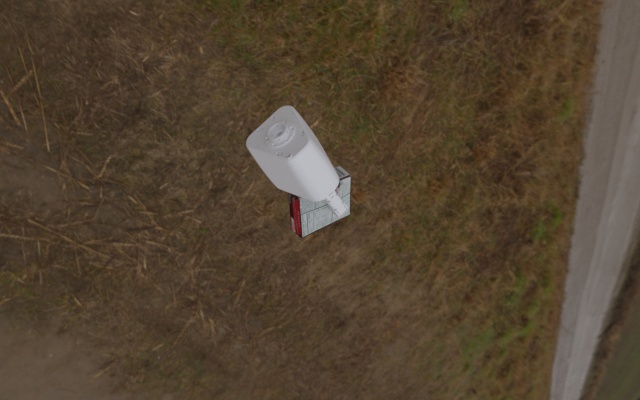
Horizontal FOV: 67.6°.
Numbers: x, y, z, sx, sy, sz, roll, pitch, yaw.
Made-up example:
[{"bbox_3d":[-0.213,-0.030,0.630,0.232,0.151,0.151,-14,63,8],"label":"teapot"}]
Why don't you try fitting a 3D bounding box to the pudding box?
[{"bbox_3d":[0.000,0.003,0.824,0.113,0.090,0.039,-23,43,-26],"label":"pudding box"}]
